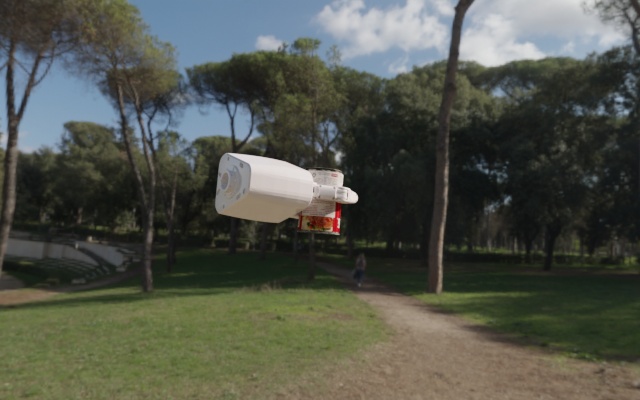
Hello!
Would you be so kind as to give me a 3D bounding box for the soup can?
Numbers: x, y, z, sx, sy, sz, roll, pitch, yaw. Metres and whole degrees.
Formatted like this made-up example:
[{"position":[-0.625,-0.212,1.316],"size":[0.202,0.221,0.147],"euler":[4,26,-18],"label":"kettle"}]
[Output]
[{"position":[0.001,0.002,0.770],"size":[0.068,0.102,0.068],"euler":[4,-5,0],"label":"soup can"}]
